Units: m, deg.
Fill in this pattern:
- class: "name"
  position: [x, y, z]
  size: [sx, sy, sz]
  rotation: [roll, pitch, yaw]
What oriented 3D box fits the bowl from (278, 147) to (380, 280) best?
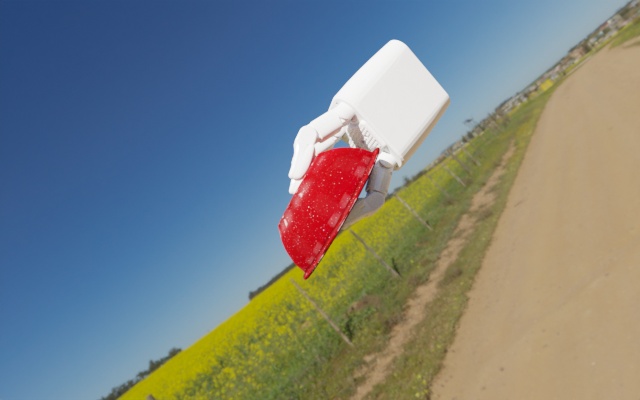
- class: "bowl"
  position: [-0.001, 0.002, 0.511]
  size: [0.055, 0.162, 0.162]
  rotation: [29, -1, -1]
